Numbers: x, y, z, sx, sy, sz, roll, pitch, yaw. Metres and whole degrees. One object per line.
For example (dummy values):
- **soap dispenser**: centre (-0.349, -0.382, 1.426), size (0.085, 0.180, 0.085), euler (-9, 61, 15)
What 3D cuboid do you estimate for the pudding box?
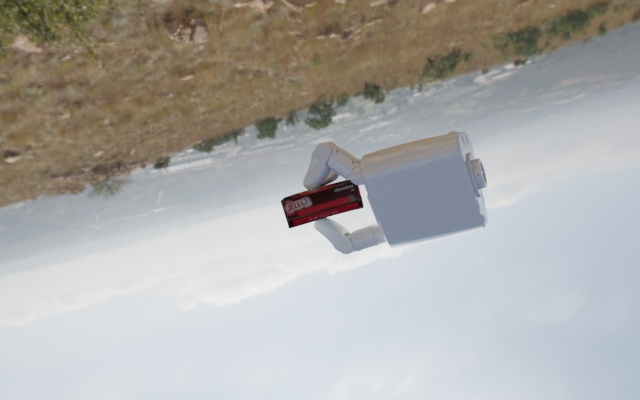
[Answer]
- **pudding box**: centre (0.000, 0.002, 0.584), size (0.090, 0.039, 0.113), euler (-15, 0, -2)
